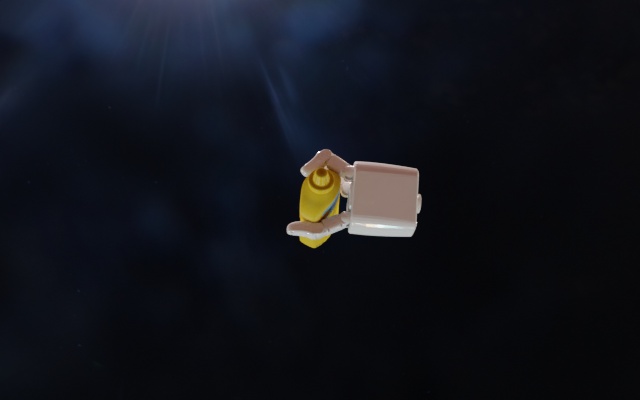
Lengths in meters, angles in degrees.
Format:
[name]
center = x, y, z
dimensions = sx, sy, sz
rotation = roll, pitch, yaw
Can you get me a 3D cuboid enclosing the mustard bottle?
[mustard bottle]
center = 0.000, 0.003, 0.798
dimensions = 0.058, 0.096, 0.192
rotation = 27, -25, 12
